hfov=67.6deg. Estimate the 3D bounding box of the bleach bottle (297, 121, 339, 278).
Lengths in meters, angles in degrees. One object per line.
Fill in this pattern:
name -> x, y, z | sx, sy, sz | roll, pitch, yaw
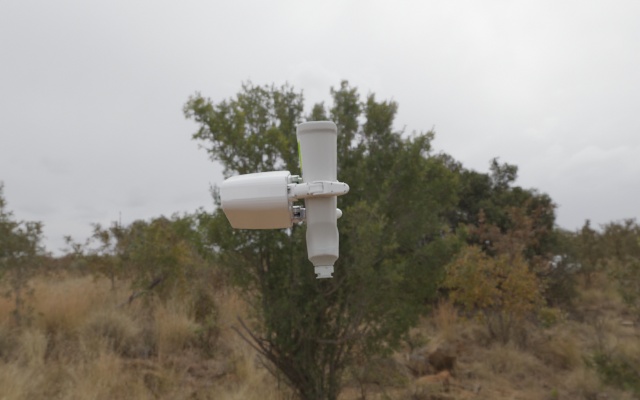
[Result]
bleach bottle -> 0.000, 0.003, 0.798 | 0.068, 0.251, 0.102 | -3, -8, 0
